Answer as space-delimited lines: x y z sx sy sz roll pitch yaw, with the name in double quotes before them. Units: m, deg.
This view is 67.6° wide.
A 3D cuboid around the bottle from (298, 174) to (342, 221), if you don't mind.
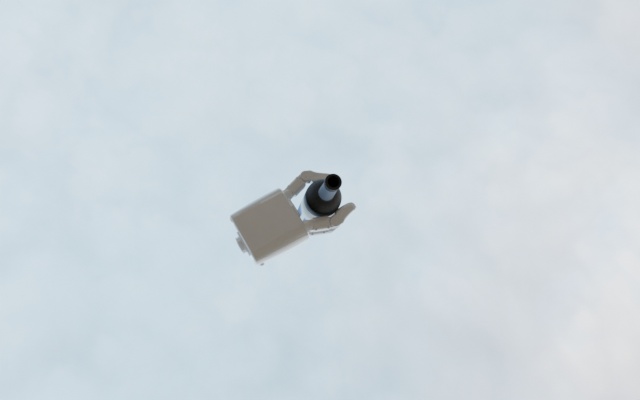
"bottle" 0.000 0.003 0.891 0.069 0.069 0.296 0 -13 -8
